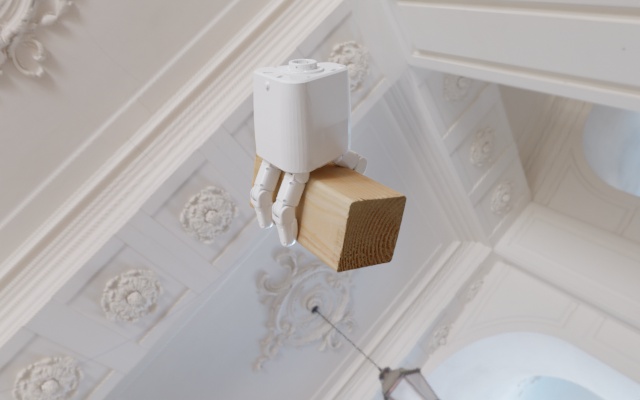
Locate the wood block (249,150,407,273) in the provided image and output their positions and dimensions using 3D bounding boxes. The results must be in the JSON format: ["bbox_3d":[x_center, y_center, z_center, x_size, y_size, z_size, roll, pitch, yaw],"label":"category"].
[{"bbox_3d":[0.000,0.002,0.621,0.091,0.090,0.206,-5,24,-37],"label":"wood block"}]
